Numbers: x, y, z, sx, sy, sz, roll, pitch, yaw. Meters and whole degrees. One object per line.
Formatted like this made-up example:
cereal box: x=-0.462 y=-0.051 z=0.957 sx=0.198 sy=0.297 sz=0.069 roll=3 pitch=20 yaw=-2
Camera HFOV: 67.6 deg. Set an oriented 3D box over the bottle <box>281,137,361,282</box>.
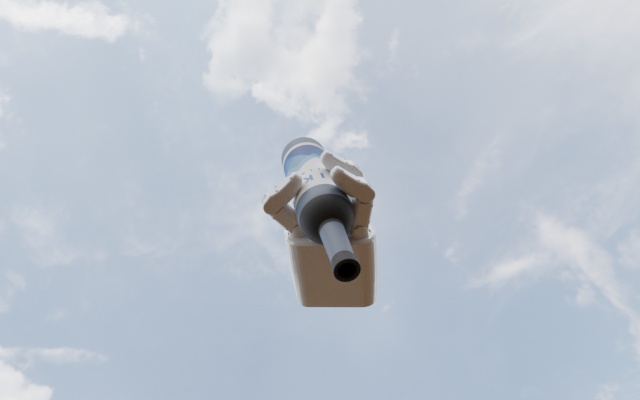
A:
bottle: x=0.000 y=0.002 z=0.586 sx=0.069 sy=0.069 sz=0.295 roll=0 pitch=27 yaw=-11
